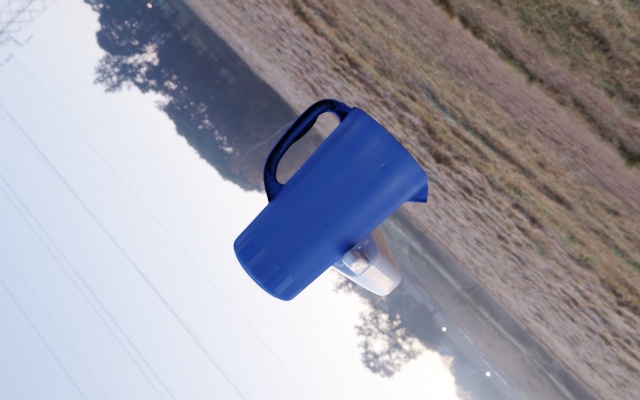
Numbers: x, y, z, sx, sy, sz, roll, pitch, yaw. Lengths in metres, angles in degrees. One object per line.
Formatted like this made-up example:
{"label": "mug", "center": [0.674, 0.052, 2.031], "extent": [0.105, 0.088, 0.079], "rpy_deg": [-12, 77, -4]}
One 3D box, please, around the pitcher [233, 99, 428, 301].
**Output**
{"label": "pitcher", "center": [0.000, 0.002, 0.606], "extent": [0.149, 0.243, 0.145], "rpy_deg": [49, 4, 39]}
